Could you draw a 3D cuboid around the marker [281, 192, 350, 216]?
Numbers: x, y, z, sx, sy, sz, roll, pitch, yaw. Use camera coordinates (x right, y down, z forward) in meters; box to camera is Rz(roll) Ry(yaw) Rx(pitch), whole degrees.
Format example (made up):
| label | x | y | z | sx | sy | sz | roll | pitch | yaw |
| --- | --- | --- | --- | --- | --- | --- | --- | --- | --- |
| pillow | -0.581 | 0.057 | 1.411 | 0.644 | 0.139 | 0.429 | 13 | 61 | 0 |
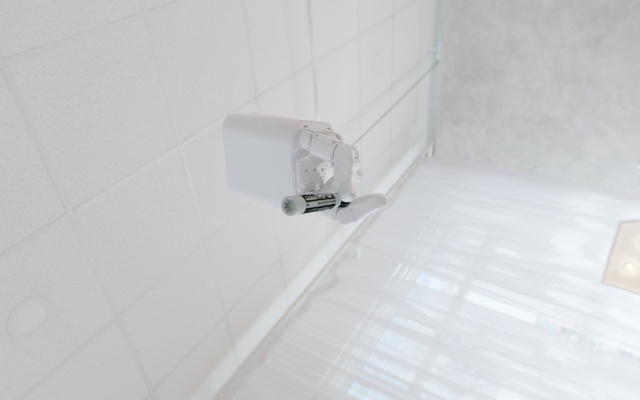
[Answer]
| label | x | y | z | sx | sy | sz | roll | pitch | yaw |
| --- | --- | --- | --- | --- | --- | --- | --- | --- | --- |
| marker | 0.000 | 0.002 | 0.488 | 0.020 | 0.020 | 0.121 | 0 | 3 | 29 |
